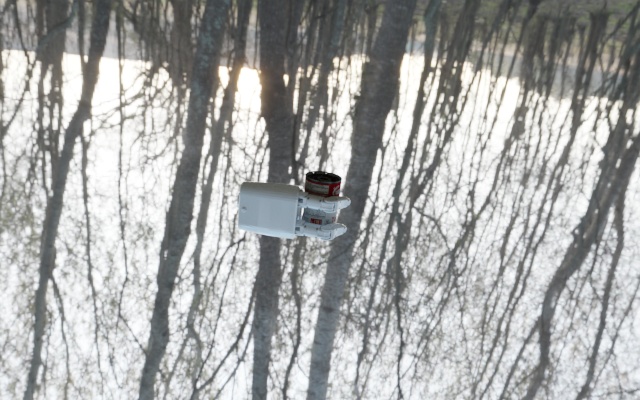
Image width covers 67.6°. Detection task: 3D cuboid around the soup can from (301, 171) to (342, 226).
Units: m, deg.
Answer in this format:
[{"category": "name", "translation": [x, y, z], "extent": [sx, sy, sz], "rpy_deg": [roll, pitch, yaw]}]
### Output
[{"category": "soup can", "translation": [0.001, 0.003, 0.892], "extent": [0.068, 0.102, 0.068], "rpy_deg": [6, 19, -2]}]
